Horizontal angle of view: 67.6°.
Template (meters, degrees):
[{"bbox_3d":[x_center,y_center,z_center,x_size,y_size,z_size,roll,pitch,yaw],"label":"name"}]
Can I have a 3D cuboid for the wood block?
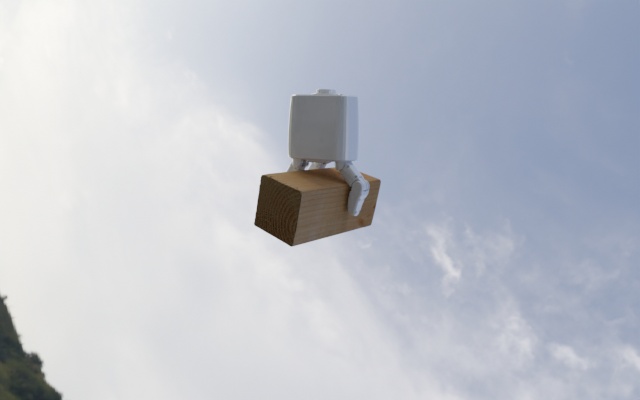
[{"bbox_3d":[0.001,0.002,0.799,0.091,0.090,0.206,25,22,36],"label":"wood block"}]
